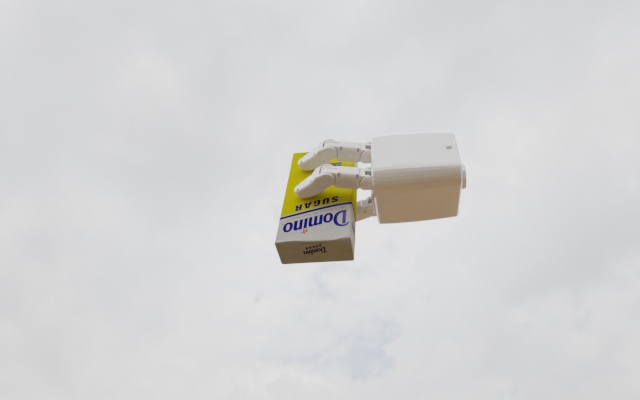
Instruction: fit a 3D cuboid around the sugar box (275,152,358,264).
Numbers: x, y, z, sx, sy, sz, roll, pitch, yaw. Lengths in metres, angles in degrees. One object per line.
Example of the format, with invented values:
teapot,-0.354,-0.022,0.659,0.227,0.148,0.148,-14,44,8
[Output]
sugar box,0.000,0.002,0.626,0.093,0.048,0.176,-5,40,10
